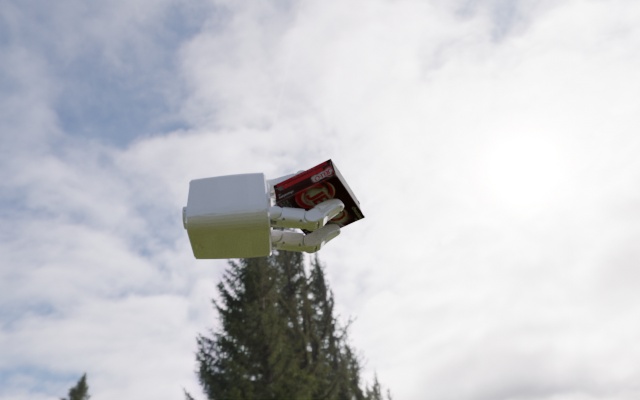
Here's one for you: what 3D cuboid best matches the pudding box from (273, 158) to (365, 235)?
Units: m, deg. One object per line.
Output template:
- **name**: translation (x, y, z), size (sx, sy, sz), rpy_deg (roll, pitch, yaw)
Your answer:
- **pudding box**: translation (0.000, 0.002, 0.667), size (0.090, 0.039, 0.113), rpy_deg (-24, -38, 13)
